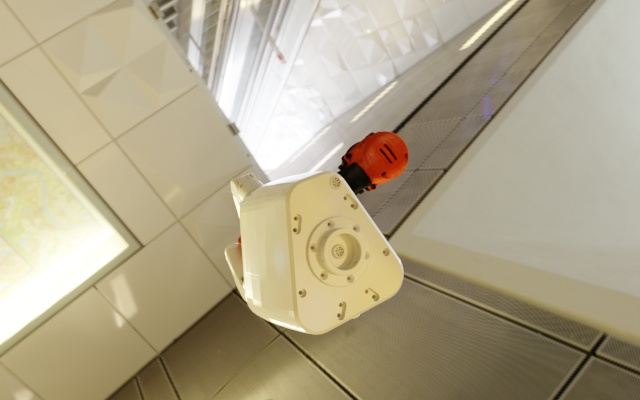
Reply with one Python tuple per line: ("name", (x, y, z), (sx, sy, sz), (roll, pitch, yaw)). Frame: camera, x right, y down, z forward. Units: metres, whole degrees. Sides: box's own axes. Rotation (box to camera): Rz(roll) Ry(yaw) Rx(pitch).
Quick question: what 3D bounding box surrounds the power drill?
("power drill", (0.000, 0.002, 0.517), (0.187, 0.057, 0.184), (-41, 1, -6))
